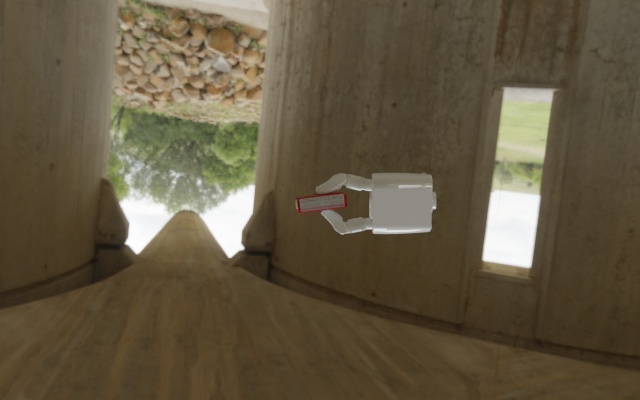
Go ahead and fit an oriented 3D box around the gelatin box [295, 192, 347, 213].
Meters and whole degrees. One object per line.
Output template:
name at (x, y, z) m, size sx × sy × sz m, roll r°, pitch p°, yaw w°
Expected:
gelatin box at (0.000, 0.003, 0.882) m, size 0.089 × 0.030 × 0.073 m, roll -8°, pitch 2°, yaw -6°
